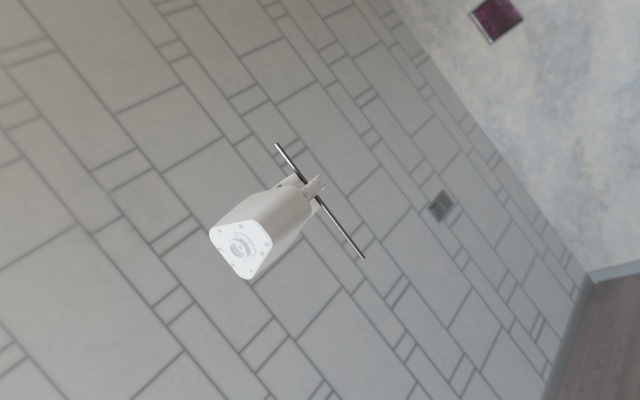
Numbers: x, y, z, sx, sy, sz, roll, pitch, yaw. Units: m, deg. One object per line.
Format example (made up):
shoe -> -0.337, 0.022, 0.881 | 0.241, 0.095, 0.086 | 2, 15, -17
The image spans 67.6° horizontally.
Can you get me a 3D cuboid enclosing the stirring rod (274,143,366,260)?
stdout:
stirring rod -> 0.000, 0.003, 0.790 | 0.011, 0.239, 0.011 | -37, 5, 4
